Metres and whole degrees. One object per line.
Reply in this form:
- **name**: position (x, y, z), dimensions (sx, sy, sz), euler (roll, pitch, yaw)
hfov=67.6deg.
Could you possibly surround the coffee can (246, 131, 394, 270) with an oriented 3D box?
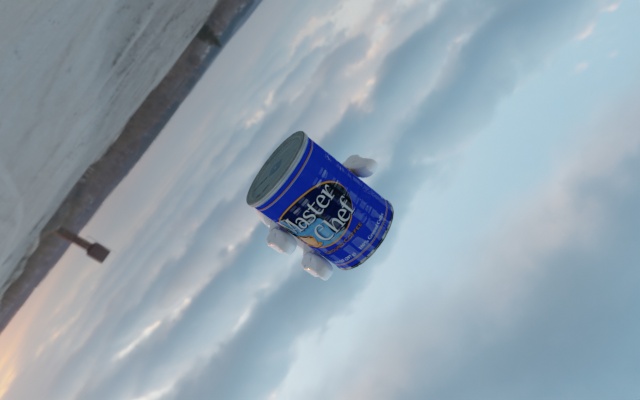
- **coffee can**: position (0.000, 0.002, 0.558), dimensions (0.140, 0.102, 0.103), euler (37, -15, -20)
